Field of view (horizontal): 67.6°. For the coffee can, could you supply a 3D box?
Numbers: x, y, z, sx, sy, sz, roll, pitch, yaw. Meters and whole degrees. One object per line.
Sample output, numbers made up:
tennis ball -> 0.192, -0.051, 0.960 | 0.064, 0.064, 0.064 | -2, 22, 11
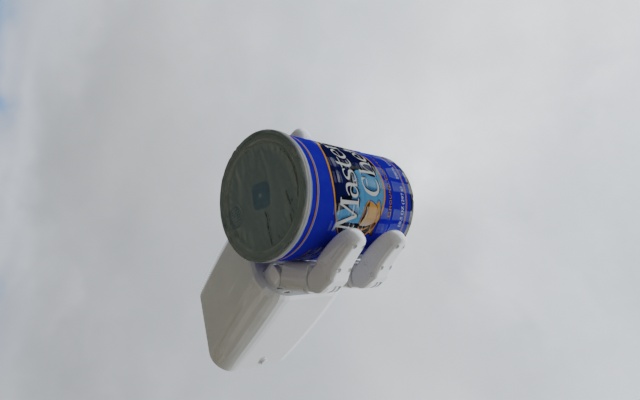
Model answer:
coffee can -> 0.000, 0.001, 0.415 | 0.103, 0.103, 0.140 | 0, -4, 43
